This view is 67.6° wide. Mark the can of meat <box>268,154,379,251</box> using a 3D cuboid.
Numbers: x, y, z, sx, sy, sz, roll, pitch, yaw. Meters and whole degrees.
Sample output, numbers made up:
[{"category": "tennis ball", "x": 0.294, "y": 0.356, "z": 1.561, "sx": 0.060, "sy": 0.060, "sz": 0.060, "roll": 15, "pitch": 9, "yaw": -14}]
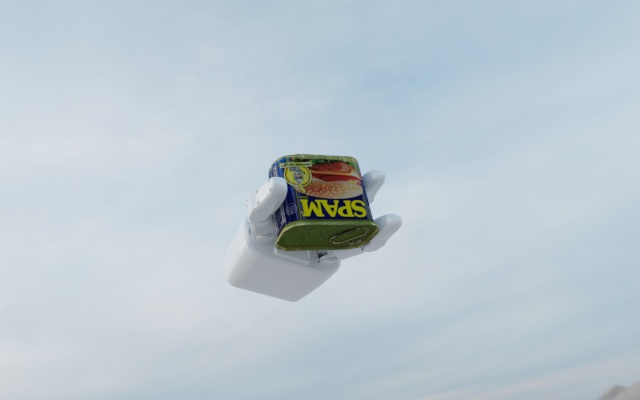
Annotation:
[{"category": "can of meat", "x": 0.000, "y": 0.001, "z": 0.488, "sx": 0.102, "sy": 0.084, "sz": 0.057, "roll": 1, "pitch": -31, "yaw": -23}]
